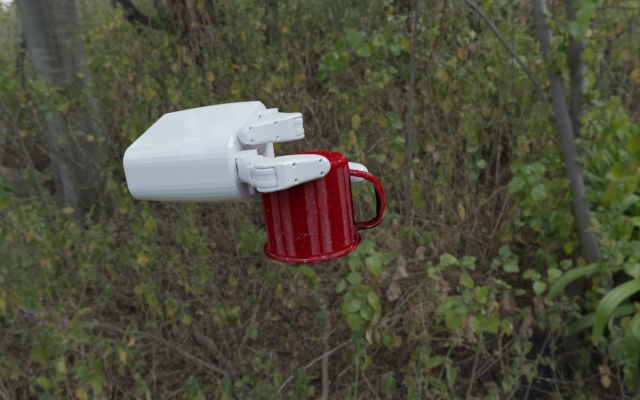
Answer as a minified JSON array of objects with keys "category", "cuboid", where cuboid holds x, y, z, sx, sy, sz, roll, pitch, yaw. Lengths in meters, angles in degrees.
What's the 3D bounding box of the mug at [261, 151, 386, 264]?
[{"category":"mug","cuboid":[0.001,0.001,0.433,0.117,0.081,0.093,-3,16,12]}]
